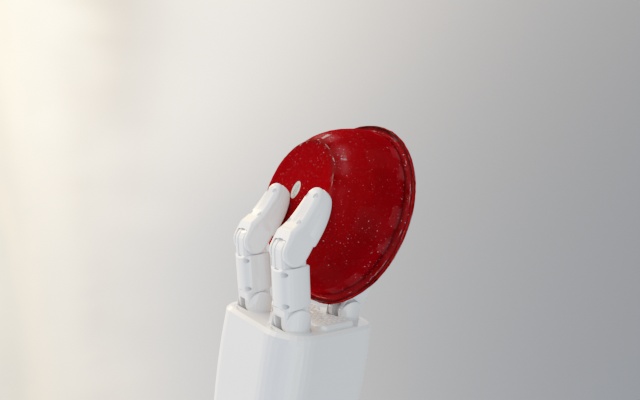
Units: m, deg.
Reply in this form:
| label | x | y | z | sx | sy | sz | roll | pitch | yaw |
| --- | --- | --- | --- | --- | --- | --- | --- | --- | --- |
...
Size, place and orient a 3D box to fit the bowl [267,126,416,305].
| label | x | y | z | sx | sy | sz | roll | pitch | yaw |
| --- | --- | --- | --- | --- | --- | --- | --- | --- | --- |
| bowl | 0.000 | 0.000 | 0.402 | 0.055 | 0.162 | 0.162 | 23 | -14 | -35 |
